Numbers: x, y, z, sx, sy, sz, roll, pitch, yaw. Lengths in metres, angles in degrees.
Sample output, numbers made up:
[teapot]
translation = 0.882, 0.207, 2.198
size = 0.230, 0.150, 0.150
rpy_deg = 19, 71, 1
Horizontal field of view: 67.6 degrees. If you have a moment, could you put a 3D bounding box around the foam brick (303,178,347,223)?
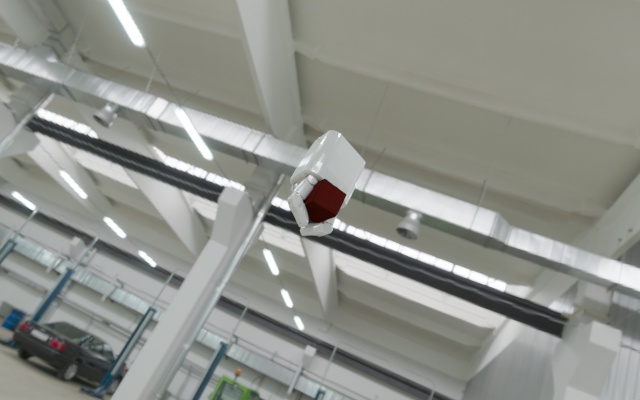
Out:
[foam brick]
translation = 0.000, 0.003, 0.858
size = 0.053, 0.051, 0.078
rpy_deg = 36, -26, -15
